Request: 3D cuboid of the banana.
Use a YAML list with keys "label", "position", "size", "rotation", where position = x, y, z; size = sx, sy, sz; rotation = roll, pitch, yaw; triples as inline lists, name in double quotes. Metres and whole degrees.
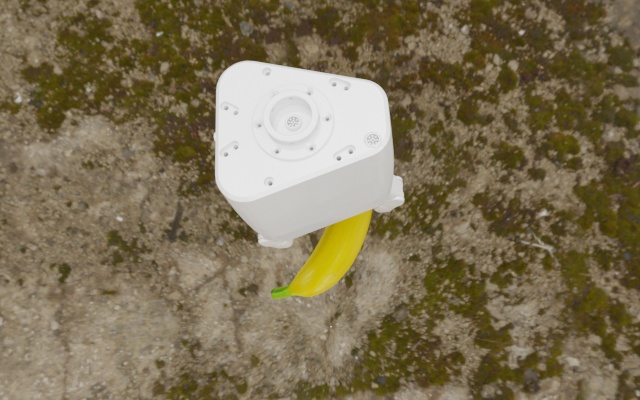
- label: "banana"
  position: [0.016, 0.010, 0.458]
  size: [0.069, 0.197, 0.037]
  rotation: [19, -11, 17]
